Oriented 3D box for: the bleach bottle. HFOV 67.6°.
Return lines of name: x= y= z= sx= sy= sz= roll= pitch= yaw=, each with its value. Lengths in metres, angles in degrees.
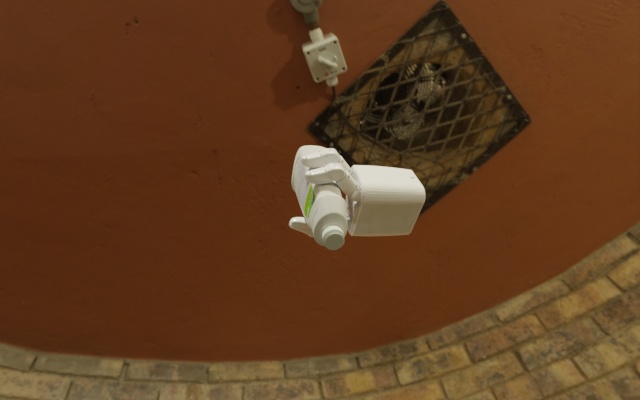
bleach bottle: x=0.000 y=0.002 z=0.778 sx=0.068 sy=0.103 sz=0.250 roll=3 pitch=30 yaw=-11
